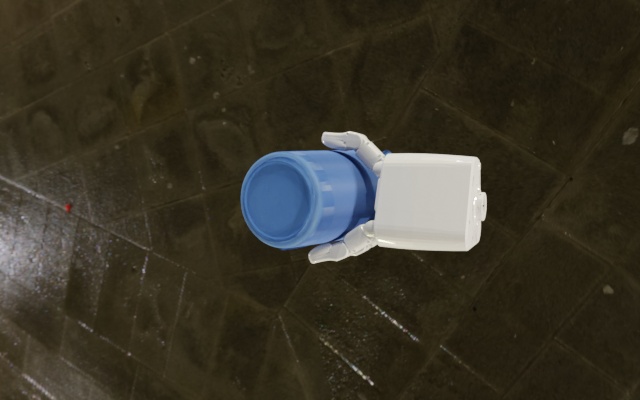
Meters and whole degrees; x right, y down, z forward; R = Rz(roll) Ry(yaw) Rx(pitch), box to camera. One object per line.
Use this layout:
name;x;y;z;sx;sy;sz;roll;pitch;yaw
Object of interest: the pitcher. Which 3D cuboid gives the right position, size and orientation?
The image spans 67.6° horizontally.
pitcher;0.000;0.002;0.630;0.145;0.149;0.243;4;5;27
